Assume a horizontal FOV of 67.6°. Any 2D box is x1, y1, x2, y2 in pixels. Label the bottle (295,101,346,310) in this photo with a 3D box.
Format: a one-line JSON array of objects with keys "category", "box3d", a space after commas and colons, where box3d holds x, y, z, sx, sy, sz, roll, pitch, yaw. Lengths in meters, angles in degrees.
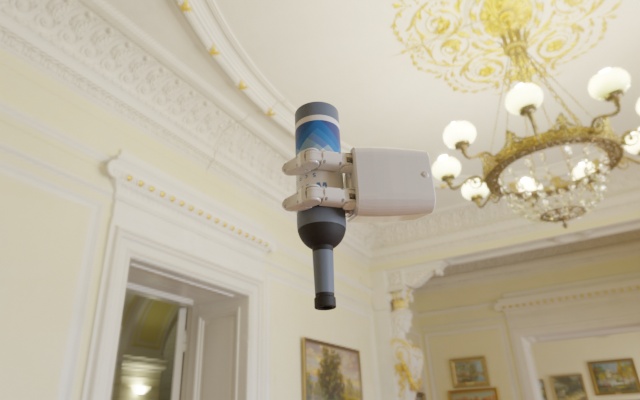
[{"category": "bottle", "box3d": [0.000, 0.002, 0.659, 0.069, 0.295, 0.069, -2, -26, -1]}]
